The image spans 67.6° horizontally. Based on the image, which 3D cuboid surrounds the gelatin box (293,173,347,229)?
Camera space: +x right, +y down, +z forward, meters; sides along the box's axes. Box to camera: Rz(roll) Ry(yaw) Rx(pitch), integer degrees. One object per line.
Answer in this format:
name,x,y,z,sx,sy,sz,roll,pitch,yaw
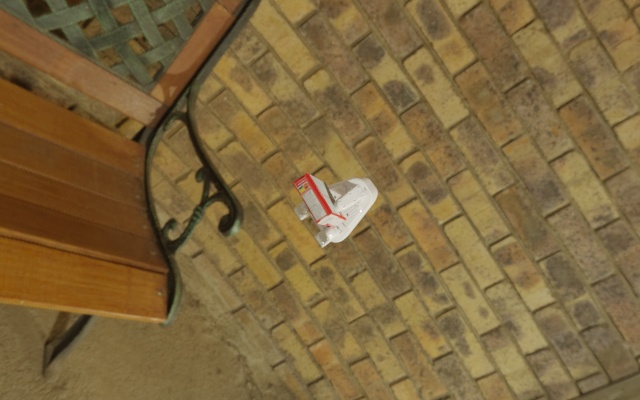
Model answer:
gelatin box,0.000,0.002,0.723,0.030,0.073,0.089,-34,-16,10
